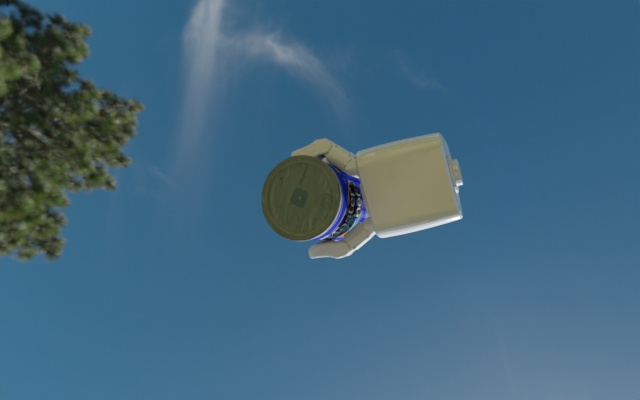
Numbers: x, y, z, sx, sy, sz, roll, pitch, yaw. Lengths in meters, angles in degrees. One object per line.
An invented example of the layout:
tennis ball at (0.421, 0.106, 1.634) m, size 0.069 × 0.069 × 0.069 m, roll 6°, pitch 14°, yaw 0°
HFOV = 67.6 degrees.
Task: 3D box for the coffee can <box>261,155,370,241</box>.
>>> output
coffee can at (0.000, 0.002, 0.628) m, size 0.103 × 0.103 × 0.140 m, roll 0°, pitch -4°, yaw 21°
